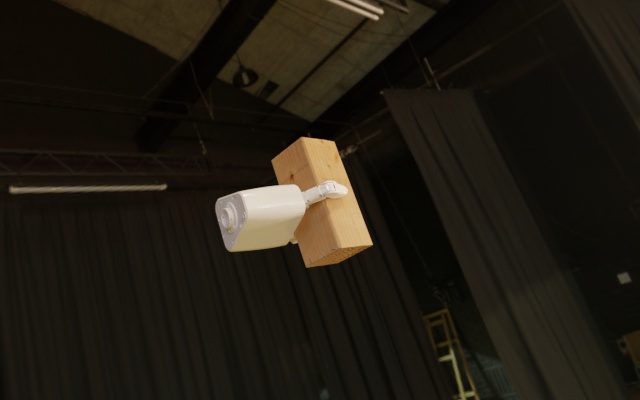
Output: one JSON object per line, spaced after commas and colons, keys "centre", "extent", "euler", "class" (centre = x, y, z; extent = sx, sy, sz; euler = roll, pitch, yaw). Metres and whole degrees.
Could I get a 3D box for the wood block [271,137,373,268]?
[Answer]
{"centre": [0.000, 0.003, 0.842], "extent": [0.091, 0.206, 0.090], "euler": [-33, -21, 37], "class": "wood block"}
